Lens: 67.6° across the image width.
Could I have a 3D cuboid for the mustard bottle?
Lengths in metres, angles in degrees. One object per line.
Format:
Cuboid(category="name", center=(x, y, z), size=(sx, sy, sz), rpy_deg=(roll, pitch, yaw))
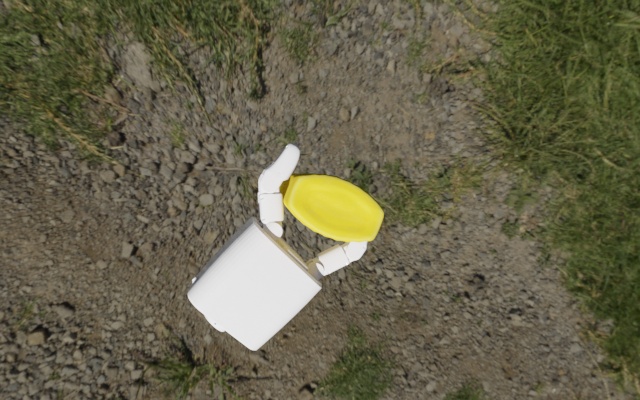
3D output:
Cuboid(category="mustard bottle", center=(0.000, 0.001, 0.541), size=(0.096, 0.058, 0.191), rpy_deg=(21, 0, -10))
